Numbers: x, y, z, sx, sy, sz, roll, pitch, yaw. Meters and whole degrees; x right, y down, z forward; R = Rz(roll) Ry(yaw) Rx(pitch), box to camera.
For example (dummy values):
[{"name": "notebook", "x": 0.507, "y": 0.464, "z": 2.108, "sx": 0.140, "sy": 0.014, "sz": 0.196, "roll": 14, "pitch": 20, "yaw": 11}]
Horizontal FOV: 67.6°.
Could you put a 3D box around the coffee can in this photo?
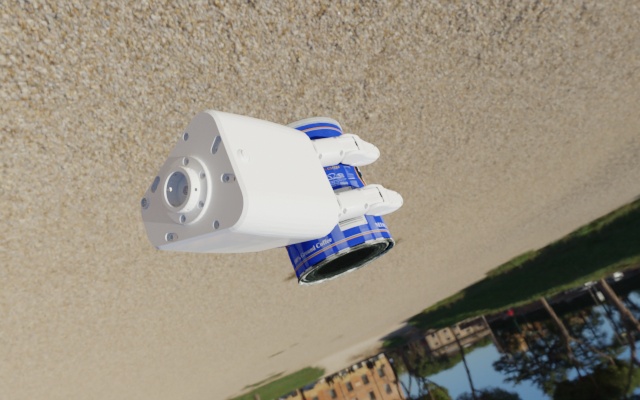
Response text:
[{"name": "coffee can", "x": 0.000, "y": 0.002, "z": 0.487, "sx": 0.103, "sy": 0.140, "sz": 0.103, "roll": -21, "pitch": -19, "yaw": -8}]
